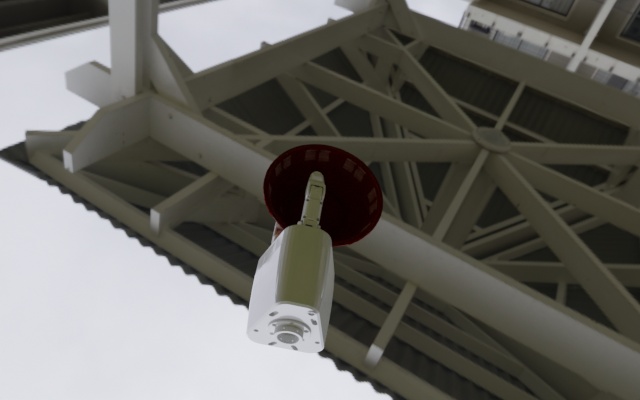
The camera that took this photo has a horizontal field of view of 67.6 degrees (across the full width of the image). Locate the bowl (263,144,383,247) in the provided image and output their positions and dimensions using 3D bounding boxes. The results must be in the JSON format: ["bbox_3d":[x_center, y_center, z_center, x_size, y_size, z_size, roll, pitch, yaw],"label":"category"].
[{"bbox_3d":[0.001,0.001,0.651,0.162,0.162,0.055,0,-32,-14],"label":"bowl"}]
